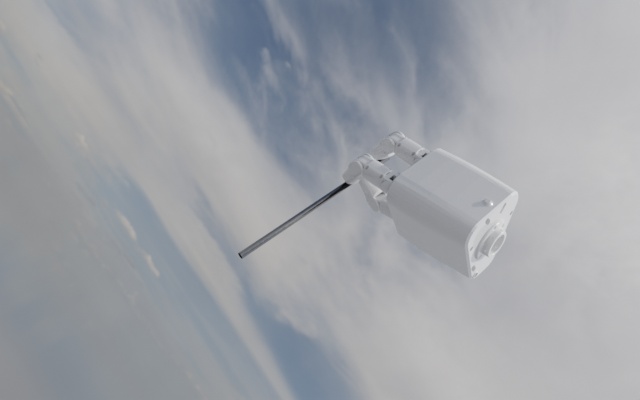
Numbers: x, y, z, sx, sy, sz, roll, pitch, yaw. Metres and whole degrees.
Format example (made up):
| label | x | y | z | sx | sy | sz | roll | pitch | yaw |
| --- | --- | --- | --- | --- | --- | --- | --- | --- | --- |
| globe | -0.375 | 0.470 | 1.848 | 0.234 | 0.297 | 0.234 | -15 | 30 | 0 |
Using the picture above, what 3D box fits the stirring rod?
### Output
| label | x | y | z | sx | sy | sz | roll | pitch | yaw |
| --- | --- | --- | --- | --- | --- | --- | --- | --- | --- |
| stirring rod | 0.000 | 0.002 | 0.587 | 0.239 | 0.011 | 0.011 | -34 | 16 | -26 |
